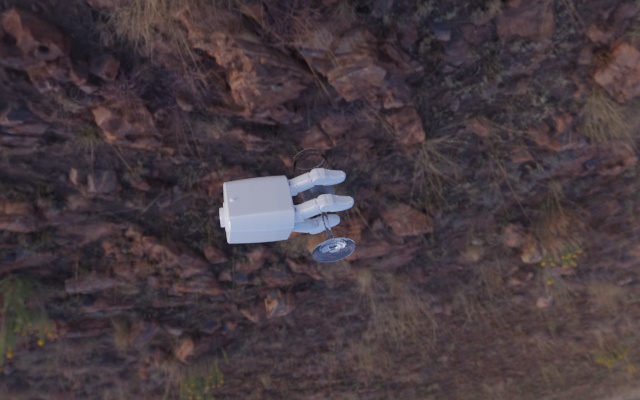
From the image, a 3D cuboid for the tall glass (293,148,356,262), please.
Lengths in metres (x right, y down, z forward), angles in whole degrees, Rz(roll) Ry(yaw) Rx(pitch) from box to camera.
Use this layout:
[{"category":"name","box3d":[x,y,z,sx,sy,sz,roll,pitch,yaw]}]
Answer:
[{"category":"tall glass","box3d":[0.000,0.003,0.836,0.079,0.201,0.079,-10,-34,-7]}]
